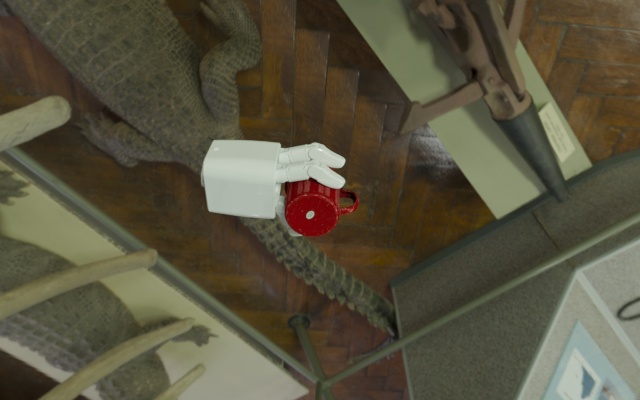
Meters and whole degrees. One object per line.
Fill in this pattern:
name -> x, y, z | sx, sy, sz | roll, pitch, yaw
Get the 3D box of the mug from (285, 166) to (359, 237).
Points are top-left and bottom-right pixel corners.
mug -> 0.002, 0.003, 0.732 | 0.117, 0.093, 0.081 | 4, 34, -1
